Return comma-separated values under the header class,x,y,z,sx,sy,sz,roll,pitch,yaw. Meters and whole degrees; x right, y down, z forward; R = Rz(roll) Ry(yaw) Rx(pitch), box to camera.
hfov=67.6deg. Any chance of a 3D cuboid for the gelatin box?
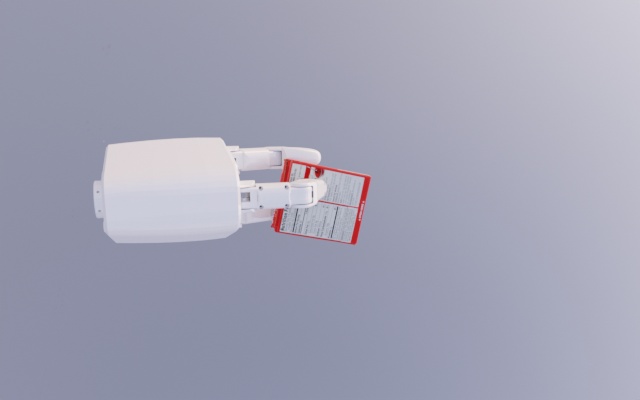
class,x,y,z,sx,sy,sz,roll,pitch,yaw
gelatin box,0.001,0.002,0.485,0.089,0.073,0.030,10,4,-17
